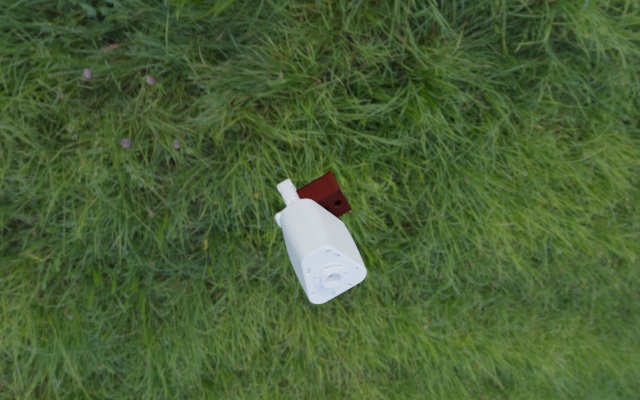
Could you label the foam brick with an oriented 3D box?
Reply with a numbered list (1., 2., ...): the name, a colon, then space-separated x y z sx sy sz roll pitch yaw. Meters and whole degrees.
1. foam brick: 0.000 0.002 0.750 0.078 0.053 0.051 -30 41 2
